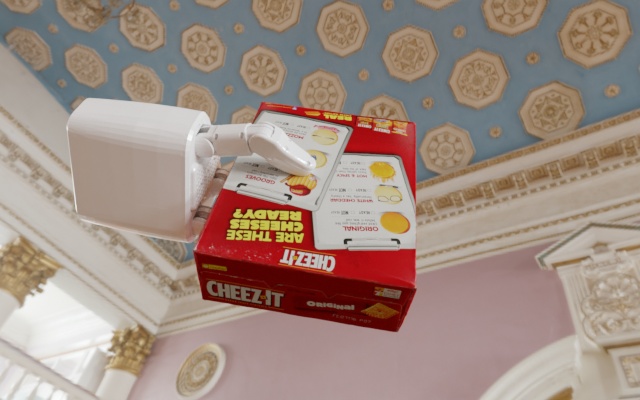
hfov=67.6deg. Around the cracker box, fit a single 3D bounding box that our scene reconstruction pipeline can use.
[{"bbox_3d":[0.000,0.001,0.435,0.164,0.072,0.213,9,43,3],"label":"cracker box"}]
